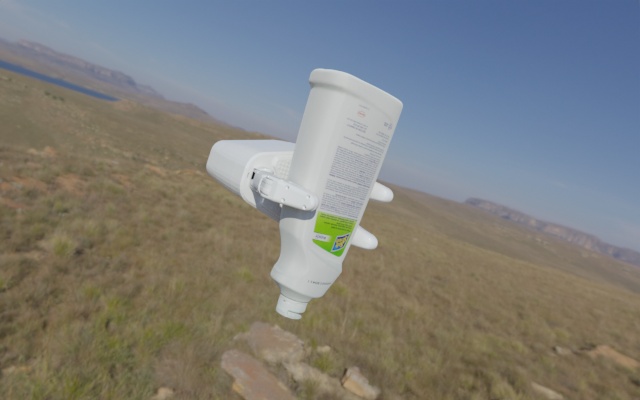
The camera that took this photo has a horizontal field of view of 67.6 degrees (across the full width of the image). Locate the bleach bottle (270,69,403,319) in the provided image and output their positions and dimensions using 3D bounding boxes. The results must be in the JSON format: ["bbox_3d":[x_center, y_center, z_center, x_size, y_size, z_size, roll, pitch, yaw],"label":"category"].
[{"bbox_3d":[0.000,0.002,0.497,0.102,0.251,0.068,15,6,-38],"label":"bleach bottle"}]
